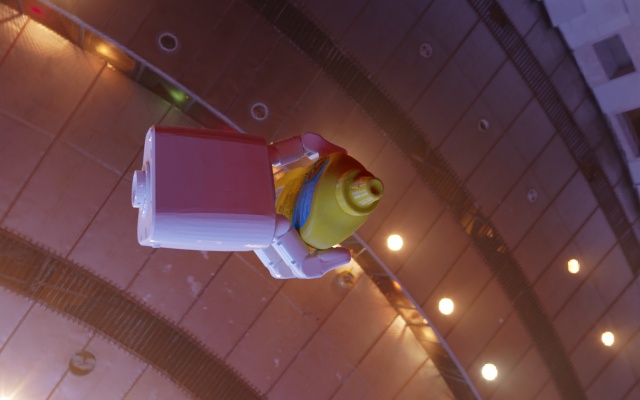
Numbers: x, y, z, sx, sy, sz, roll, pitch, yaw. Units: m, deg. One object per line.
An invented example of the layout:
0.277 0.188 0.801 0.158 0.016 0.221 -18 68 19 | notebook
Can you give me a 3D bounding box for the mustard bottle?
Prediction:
0.000 0.002 0.476 0.058 0.096 0.191 30 -20 -21 | mustard bottle
